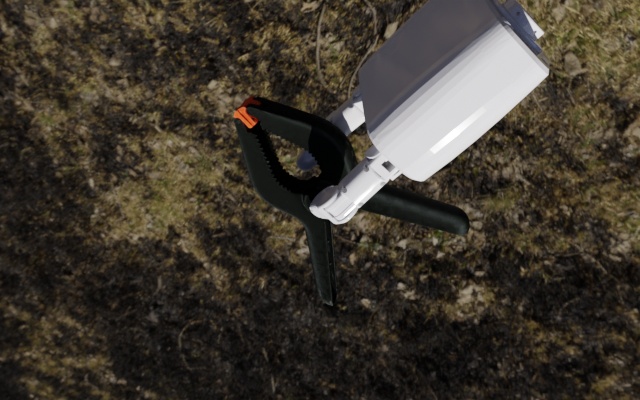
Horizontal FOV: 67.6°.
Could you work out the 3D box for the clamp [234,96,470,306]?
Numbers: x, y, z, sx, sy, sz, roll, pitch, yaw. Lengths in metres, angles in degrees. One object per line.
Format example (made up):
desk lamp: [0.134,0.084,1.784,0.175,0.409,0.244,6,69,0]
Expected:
clamp: [0.000,0.001,0.417,0.165,0.210,0.036,-42,15,29]
